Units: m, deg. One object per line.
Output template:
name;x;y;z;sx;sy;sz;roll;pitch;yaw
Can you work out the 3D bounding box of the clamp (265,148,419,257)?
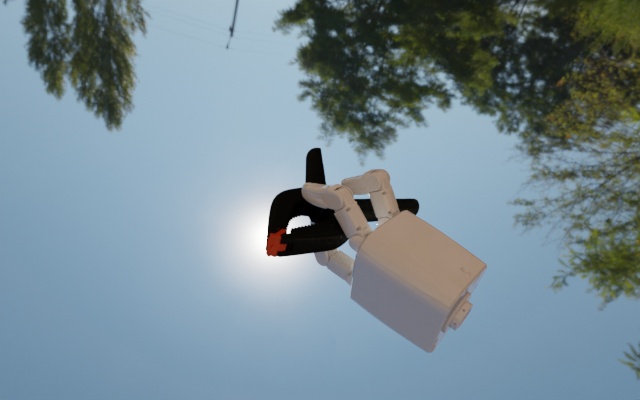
clamp;0.000;0.003;0.553;0.164;0.036;0.210;34;37;26
